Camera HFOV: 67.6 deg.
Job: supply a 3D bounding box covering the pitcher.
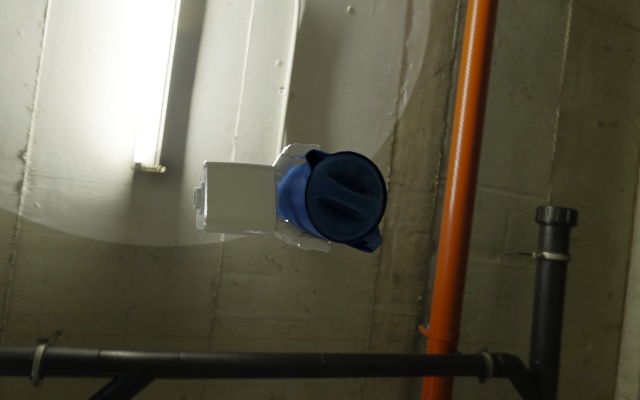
[{"bbox_3d":[0.000,0.003,0.790,0.145,0.149,0.243,4,-1,-22],"label":"pitcher"}]
